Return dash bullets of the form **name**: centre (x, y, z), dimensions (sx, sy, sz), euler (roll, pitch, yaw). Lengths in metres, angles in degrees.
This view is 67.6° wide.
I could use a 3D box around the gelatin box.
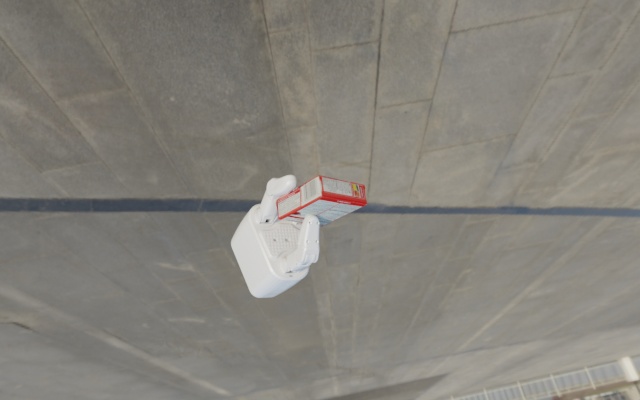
- **gelatin box**: centre (0.000, 0.002, 0.584), dimensions (0.073, 0.030, 0.089), euler (10, -26, -39)
